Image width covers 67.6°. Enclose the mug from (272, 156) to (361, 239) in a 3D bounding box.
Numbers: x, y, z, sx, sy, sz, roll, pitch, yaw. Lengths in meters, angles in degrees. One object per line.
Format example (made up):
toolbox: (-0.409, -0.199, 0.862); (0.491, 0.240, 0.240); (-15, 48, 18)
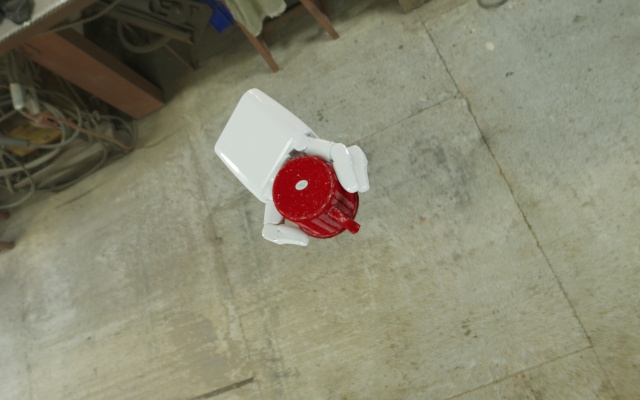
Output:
mug: (0.001, 0.003, 0.583); (0.117, 0.093, 0.081); (42, 3, 26)
